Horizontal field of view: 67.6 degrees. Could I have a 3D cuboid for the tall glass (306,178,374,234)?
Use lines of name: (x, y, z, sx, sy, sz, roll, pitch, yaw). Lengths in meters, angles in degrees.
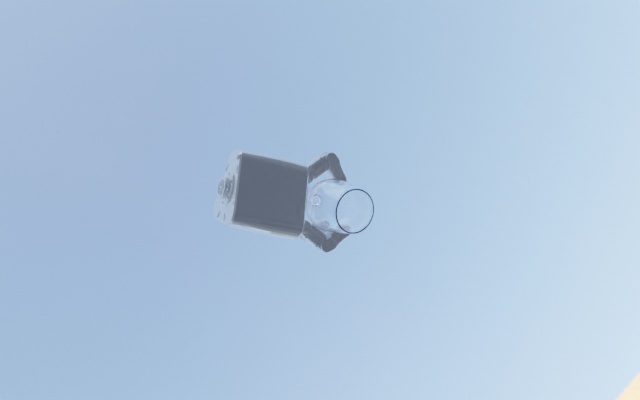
tall glass: (0.000, 0.002, 0.729, 0.079, 0.079, 0.201, 0, 7, -29)
